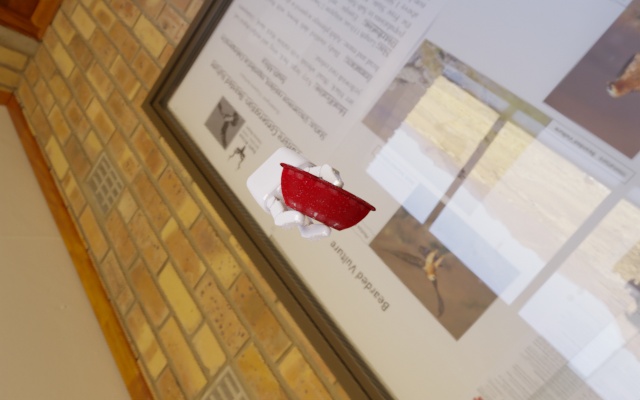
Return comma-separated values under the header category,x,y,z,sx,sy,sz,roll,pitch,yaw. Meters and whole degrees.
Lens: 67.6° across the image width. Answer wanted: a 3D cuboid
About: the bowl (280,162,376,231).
category,x,y,z,sx,sy,sz,roll,pitch,yaw
bowl,0.000,0.003,0.718,0.162,0.055,0.162,26,-3,1
